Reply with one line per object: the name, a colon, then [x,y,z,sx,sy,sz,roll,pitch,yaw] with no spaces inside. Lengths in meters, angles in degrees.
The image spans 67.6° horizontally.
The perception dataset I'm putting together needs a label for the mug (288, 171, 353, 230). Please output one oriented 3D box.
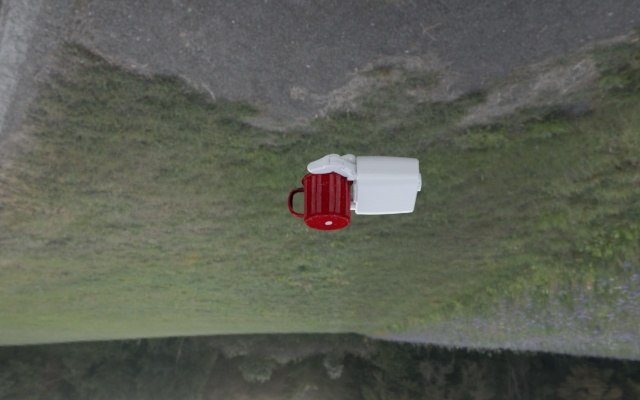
mug: [-0.001,0.003,0.839,0.117,0.081,0.093,-1,-22,3]
